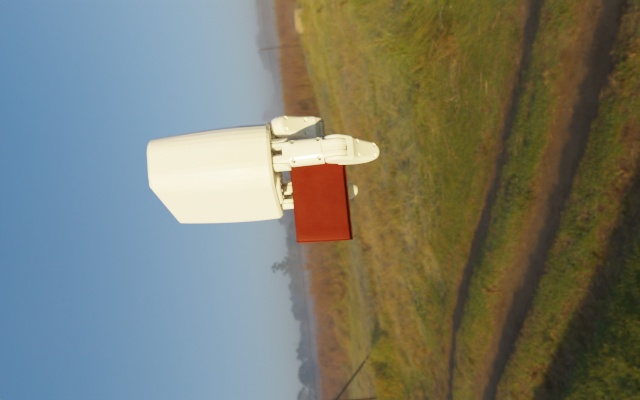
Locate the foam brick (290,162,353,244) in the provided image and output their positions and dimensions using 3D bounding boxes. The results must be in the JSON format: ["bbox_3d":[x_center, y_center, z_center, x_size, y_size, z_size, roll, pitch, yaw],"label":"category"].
[{"bbox_3d":[0.000,0.002,0.455,0.051,0.078,0.053,-5,-6,-2],"label":"foam brick"}]
